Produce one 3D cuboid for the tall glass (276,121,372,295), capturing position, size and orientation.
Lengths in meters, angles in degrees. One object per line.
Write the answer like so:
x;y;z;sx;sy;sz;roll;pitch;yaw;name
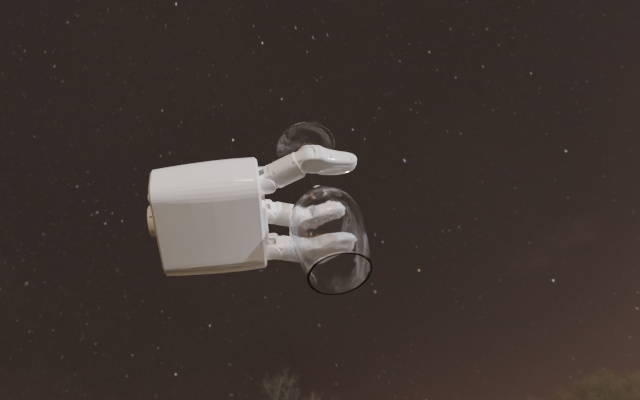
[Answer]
0.000;0.001;0.510;0.079;0.079;0.200;0;42;-15;tall glass
